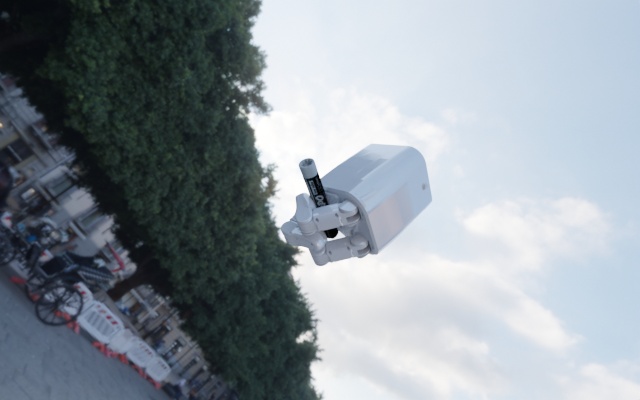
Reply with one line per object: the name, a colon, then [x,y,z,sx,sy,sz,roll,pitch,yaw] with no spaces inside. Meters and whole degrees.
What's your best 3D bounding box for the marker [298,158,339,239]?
marker: [0.000,0.002,0.566,0.020,0.121,0.020,-11,41,10]
